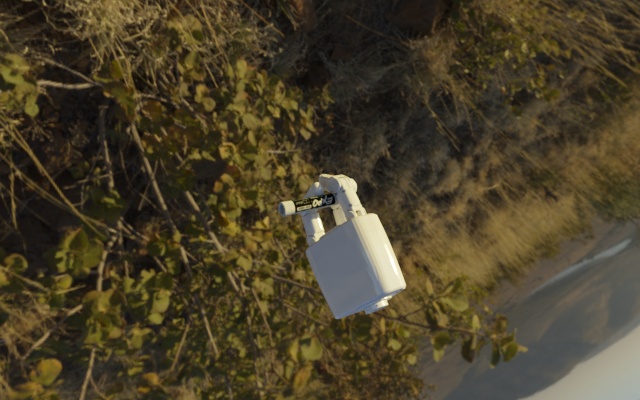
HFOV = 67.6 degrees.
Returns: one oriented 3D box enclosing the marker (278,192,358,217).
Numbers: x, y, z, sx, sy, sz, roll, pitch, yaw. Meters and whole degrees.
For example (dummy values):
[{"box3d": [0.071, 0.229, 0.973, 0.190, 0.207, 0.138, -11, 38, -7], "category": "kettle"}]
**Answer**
[{"box3d": [0.000, 0.002, 0.650, 0.121, 0.020, 0.020, -11, 6, -31], "category": "marker"}]
